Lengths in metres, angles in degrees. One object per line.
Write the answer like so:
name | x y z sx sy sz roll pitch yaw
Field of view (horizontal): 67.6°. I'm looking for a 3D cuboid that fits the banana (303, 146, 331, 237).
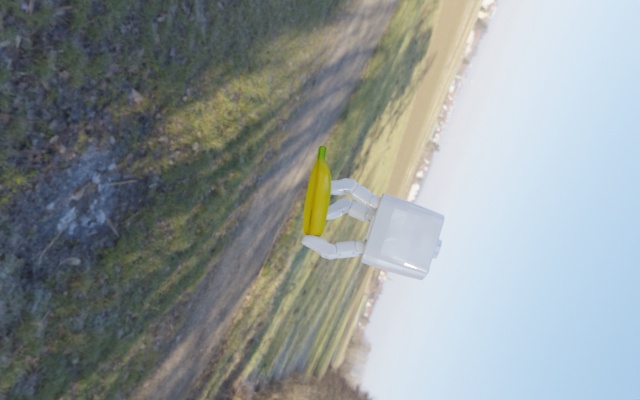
banana | -0.004 0.012 0.765 0.037 0.198 0.069 15 43 6
